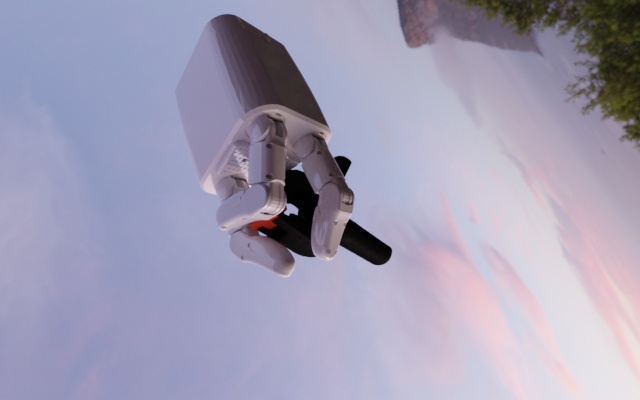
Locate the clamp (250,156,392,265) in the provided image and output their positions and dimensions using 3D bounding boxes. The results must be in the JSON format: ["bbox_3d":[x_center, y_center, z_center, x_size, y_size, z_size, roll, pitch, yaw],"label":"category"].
[{"bbox_3d":[0.000,0.002,0.436,0.039,0.120,0.171,-37,-27,26],"label":"clamp"}]
